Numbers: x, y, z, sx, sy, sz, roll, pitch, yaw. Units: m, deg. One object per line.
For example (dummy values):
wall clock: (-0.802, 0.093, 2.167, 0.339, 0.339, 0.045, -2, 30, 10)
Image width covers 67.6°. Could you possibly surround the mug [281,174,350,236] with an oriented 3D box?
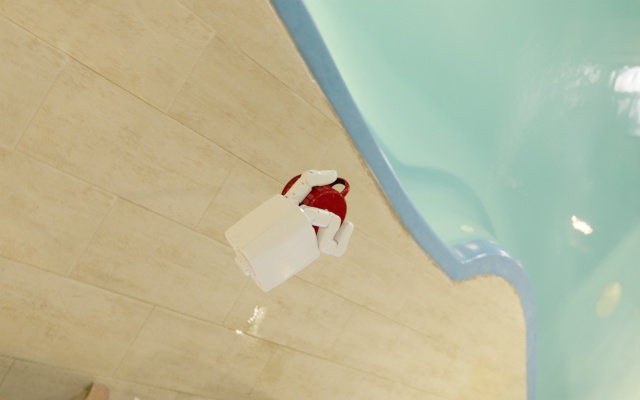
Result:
mug: (0.001, 0.002, 0.803, 0.117, 0.093, 0.081, -36, 34, -16)
